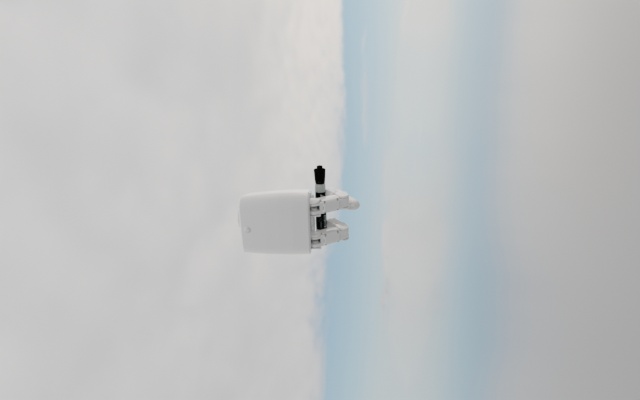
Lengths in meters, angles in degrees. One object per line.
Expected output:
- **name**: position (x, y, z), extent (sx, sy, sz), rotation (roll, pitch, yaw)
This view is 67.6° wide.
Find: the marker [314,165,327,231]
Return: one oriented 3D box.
- **marker**: position (0.000, 0.003, 0.768), extent (0.020, 0.121, 0.020), rotation (-1, 20, 1)
